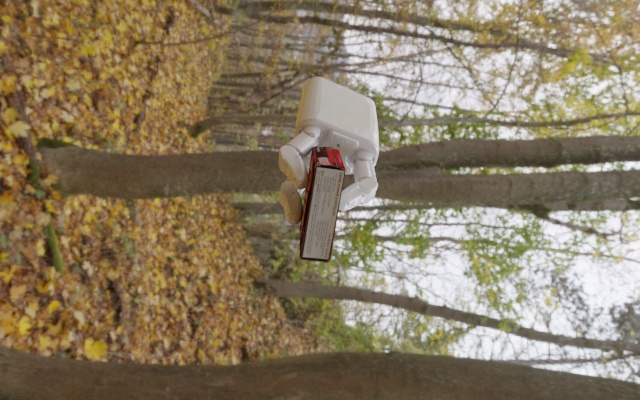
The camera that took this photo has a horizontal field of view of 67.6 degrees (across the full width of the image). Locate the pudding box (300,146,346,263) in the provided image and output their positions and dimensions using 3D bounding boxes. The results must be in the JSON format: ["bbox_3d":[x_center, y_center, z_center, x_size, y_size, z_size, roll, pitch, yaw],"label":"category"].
[{"bbox_3d":[0.000,0.002,0.551,0.039,0.113,0.090,6,18,-4],"label":"pudding box"}]
